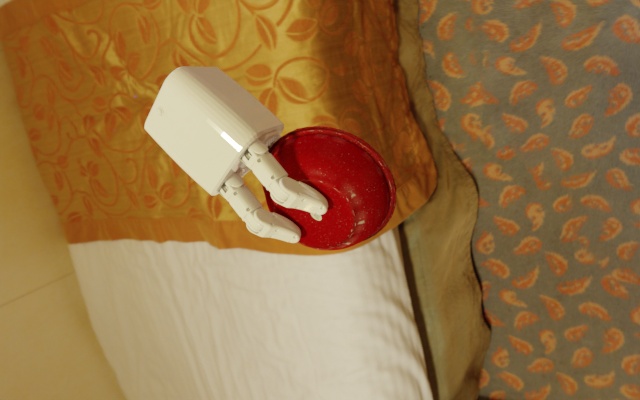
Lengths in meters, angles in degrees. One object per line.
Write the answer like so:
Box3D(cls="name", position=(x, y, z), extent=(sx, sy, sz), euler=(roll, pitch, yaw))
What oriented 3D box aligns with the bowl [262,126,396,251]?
Box3D(cls="bowl", position=(0.001, 0.003, 0.531), extent=(0.162, 0.162, 0.055), euler=(0, 34, 19))
